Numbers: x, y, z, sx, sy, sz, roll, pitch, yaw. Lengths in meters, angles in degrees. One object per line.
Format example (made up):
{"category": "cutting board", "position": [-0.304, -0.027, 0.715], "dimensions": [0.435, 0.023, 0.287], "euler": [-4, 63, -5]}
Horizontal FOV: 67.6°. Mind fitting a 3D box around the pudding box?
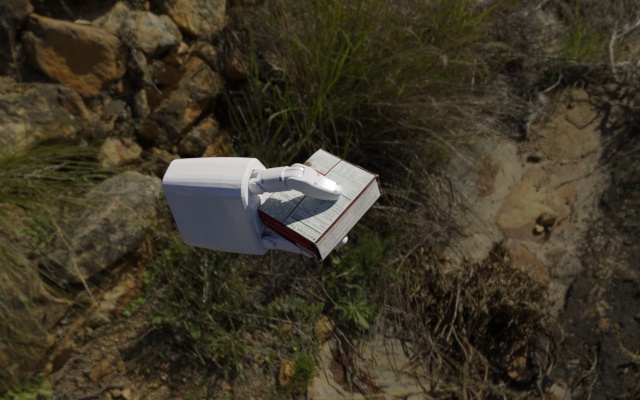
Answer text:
{"category": "pudding box", "position": [0.000, 0.002, 0.536], "dimensions": [0.090, 0.113, 0.039], "euler": [30, -24, 32]}
